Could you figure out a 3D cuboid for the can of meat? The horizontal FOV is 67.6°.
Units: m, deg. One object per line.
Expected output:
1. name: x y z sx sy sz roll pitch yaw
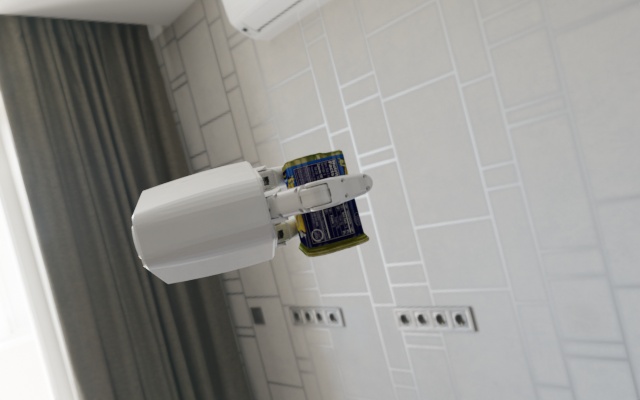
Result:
1. can of meat: 0.000 0.001 0.444 0.057 0.084 0.102 -15 2 -8
